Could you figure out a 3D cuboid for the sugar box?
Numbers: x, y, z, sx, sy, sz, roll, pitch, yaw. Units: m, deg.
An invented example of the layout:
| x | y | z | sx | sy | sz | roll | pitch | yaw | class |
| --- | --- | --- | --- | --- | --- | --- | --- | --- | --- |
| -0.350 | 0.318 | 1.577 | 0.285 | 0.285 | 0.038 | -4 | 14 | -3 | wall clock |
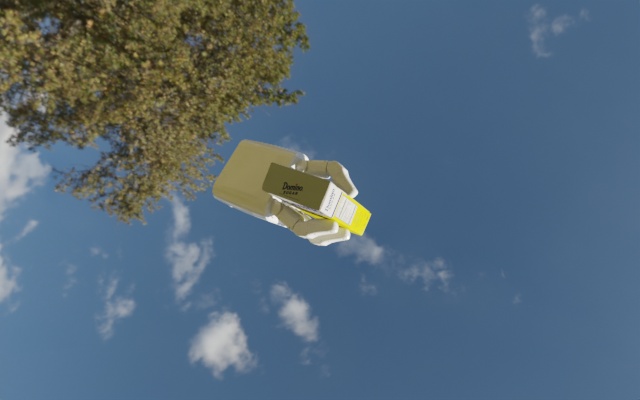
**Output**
| x | y | z | sx | sy | sz | roll | pitch | yaw | class |
| --- | --- | --- | --- | --- | --- | --- | --- | --- | --- |
| 0.000 | 0.003 | 0.670 | 0.093 | 0.048 | 0.176 | 19 | -3 | 26 | sugar box |
